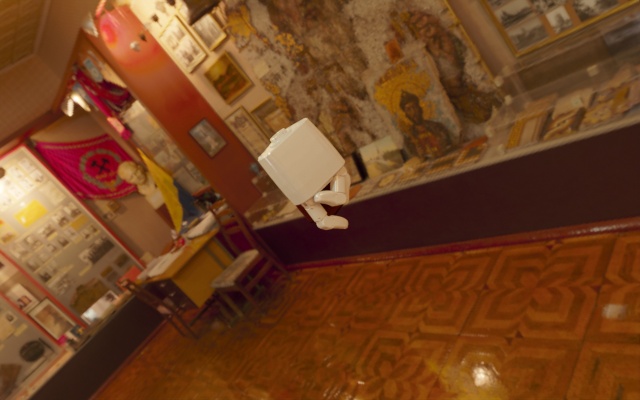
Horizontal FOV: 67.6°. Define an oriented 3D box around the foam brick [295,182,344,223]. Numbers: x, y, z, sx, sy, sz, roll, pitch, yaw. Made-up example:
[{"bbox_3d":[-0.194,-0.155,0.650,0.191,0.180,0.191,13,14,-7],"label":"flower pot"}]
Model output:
[{"bbox_3d":[0.000,0.003,0.899,0.078,0.051,0.053,-17,30,55],"label":"foam brick"}]
